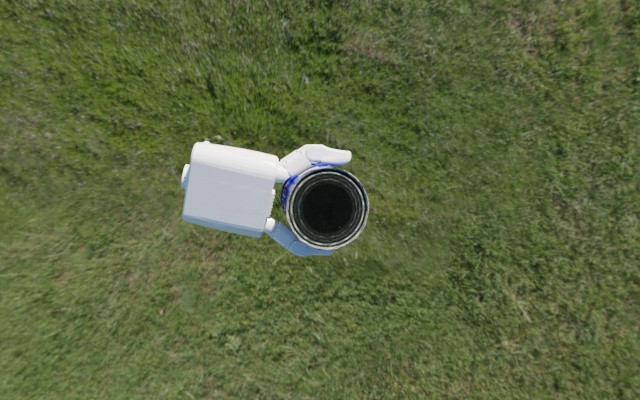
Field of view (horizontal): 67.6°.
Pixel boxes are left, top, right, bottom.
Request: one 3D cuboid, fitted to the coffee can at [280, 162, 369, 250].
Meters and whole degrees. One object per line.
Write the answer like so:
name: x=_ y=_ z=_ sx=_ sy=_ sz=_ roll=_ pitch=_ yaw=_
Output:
coffee can: x=0.000 y=0.002 z=0.645 sx=0.103 sy=0.103 sz=0.140 roll=0 pitch=7 yaw=-8
